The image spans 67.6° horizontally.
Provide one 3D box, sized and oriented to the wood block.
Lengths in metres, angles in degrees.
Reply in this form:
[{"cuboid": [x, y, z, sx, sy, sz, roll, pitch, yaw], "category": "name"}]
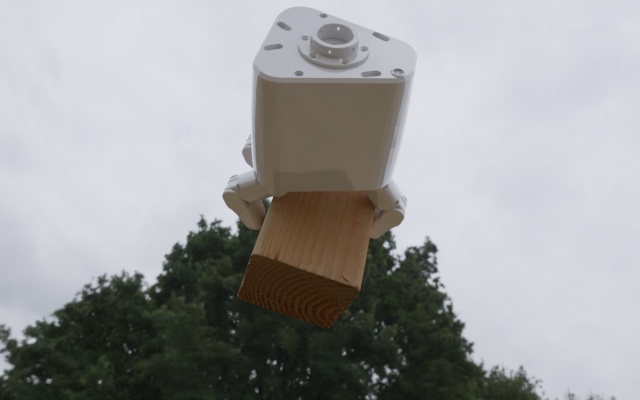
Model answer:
[{"cuboid": [0.000, 0.001, 0.460, 0.091, 0.206, 0.090, 20, -38, -5], "category": "wood block"}]
